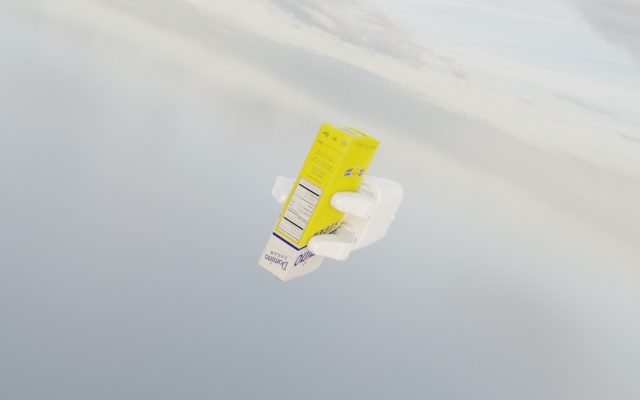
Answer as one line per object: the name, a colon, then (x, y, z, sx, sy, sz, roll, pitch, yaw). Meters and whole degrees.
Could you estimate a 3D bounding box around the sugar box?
sugar box: (0.001, 0.002, 0.542, 0.048, 0.176, 0.093, 28, 15, 22)
